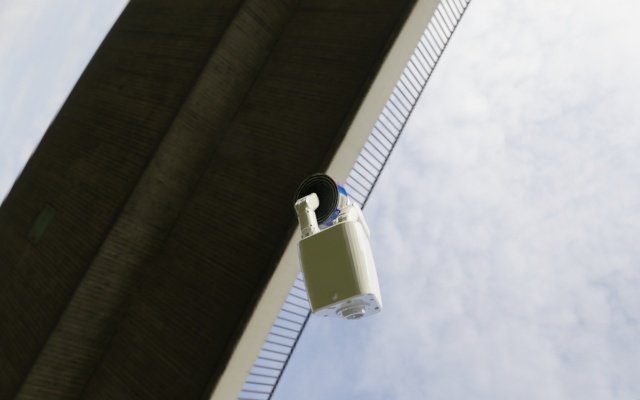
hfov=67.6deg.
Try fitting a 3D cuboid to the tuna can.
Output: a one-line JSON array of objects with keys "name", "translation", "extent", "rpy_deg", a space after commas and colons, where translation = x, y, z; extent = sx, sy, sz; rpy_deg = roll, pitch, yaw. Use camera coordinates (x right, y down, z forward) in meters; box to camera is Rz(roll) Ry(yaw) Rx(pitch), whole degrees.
[{"name": "tuna can", "translation": [0.000, 0.003, 0.761], "extent": [0.086, 0.086, 0.034], "rpy_deg": [0, -16, 34]}]
